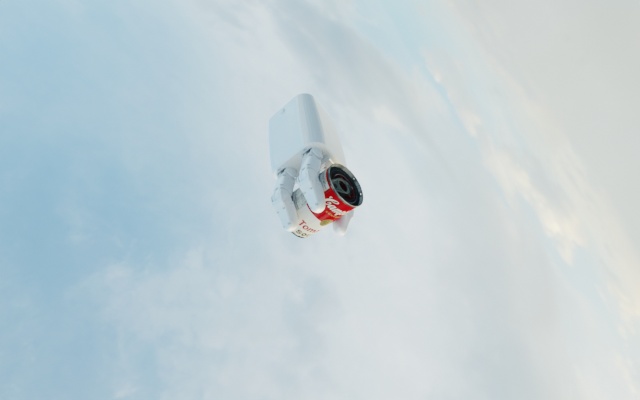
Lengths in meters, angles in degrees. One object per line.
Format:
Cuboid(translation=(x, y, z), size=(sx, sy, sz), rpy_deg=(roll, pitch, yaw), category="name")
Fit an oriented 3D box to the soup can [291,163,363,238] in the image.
Cuboid(translation=(0.000, 0.003, 0.674), size=(0.102, 0.068, 0.068), rpy_deg=(-34, -20, 32), category="soup can")
